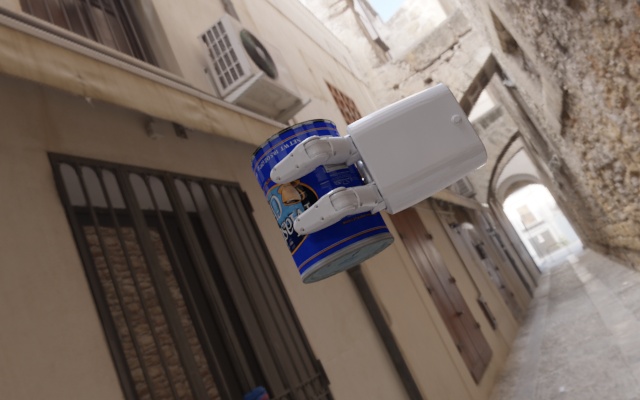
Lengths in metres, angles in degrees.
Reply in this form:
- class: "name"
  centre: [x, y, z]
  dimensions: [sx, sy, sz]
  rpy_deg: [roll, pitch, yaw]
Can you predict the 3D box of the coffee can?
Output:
- class: "coffee can"
  centre: [0.000, 0.002, 0.500]
  dimensions: [0.103, 0.140, 0.103]
  rpy_deg: [-24, -16, -7]
